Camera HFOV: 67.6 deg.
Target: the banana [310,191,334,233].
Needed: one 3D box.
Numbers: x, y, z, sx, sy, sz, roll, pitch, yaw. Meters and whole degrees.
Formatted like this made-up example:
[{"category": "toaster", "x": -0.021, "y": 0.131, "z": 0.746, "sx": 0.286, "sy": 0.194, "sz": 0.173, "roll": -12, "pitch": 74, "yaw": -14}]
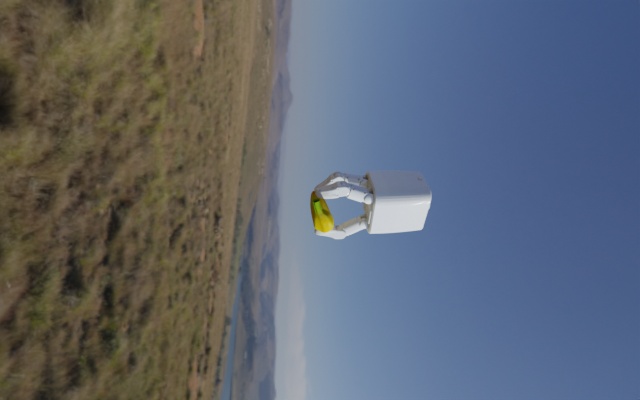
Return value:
[{"category": "banana", "x": 0.002, "y": 0.022, "z": 0.884, "sx": 0.037, "sy": 0.069, "sz": 0.198, "roll": -6, "pitch": 5, "yaw": -3}]
